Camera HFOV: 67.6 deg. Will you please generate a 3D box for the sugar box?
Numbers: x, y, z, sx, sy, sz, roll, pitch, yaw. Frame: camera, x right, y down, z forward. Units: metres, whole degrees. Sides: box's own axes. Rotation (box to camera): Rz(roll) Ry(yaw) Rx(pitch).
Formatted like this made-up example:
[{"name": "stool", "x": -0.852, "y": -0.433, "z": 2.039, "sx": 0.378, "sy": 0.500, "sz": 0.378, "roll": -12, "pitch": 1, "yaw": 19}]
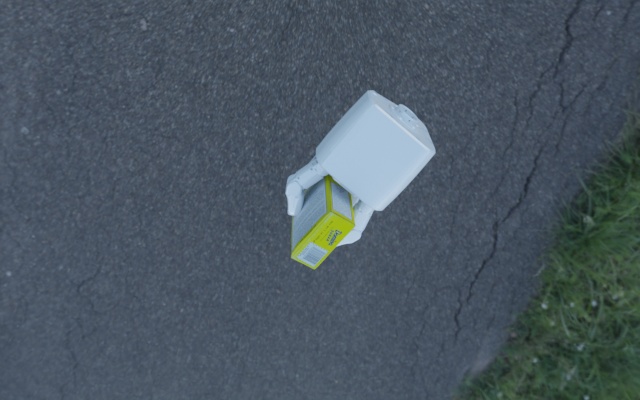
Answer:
[{"name": "sugar box", "x": 0.001, "y": 0.002, "z": 0.671, "sx": 0.048, "sy": 0.093, "sz": 0.176, "roll": 31, "pitch": 30, "yaw": -19}]
